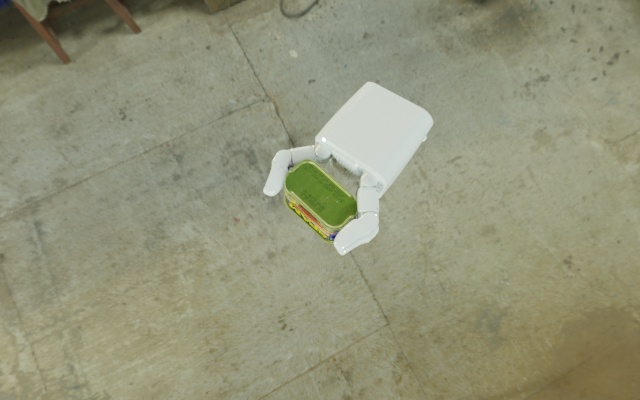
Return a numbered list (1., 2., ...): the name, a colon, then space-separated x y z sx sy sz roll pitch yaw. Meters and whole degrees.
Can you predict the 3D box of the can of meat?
1. can of meat: 0.000 0.002 0.608 0.102 0.057 0.084 42 -11 9
